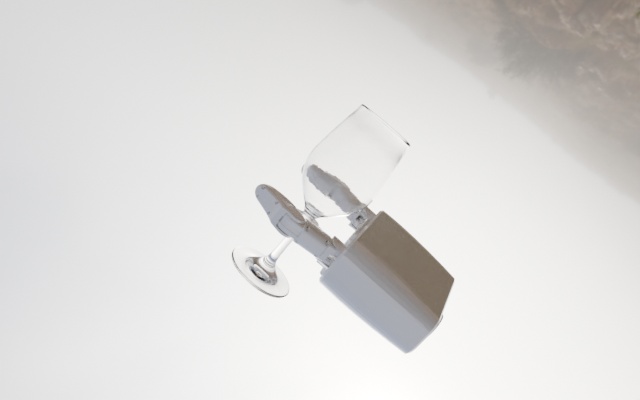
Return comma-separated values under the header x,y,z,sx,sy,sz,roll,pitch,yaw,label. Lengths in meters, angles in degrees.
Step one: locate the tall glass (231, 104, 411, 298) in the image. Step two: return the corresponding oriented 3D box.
x,y,z,sx,sy,sz,roll,pitch,yaw,label
0.000,0.002,0.477,0.079,0.201,0.079,37,14,-11,tall glass
